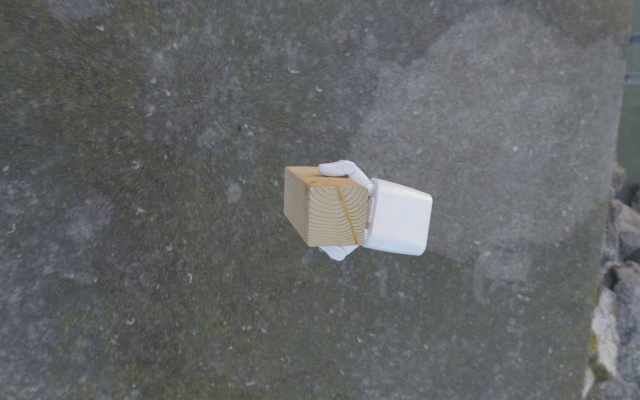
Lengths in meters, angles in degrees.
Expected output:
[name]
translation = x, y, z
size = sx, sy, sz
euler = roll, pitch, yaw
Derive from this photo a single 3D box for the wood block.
[wood block]
translation = 0.001, 0.002, 0.789
size = 0.090, 0.091, 0.206
euler = 0, 11, -15
